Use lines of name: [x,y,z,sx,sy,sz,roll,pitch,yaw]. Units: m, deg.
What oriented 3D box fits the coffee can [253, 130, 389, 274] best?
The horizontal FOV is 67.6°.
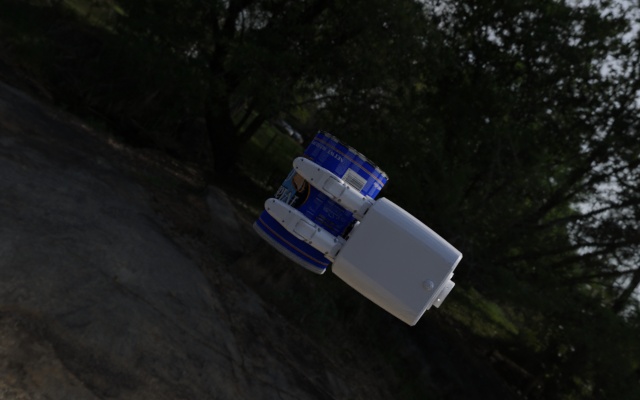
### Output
coffee can: [0.000,0.002,0.576,0.103,0.140,0.103,35,1,-1]
